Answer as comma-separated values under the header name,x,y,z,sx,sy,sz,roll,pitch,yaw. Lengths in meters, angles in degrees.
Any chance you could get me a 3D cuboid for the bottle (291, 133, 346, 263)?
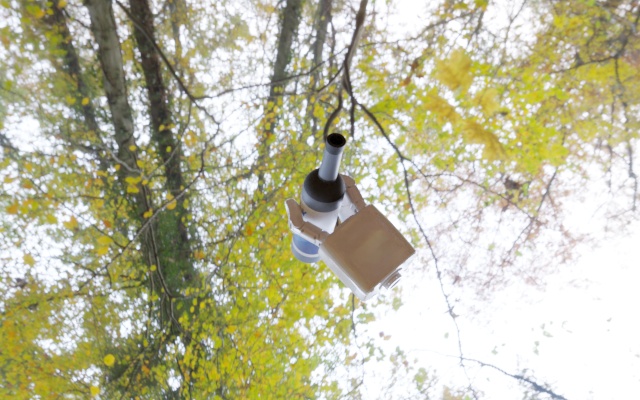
name,x,y,z,sx,sy,sz,roll,pitch,yaw
bottle,0.000,0.003,0.770,0.069,0.069,0.296,0,-35,-10
